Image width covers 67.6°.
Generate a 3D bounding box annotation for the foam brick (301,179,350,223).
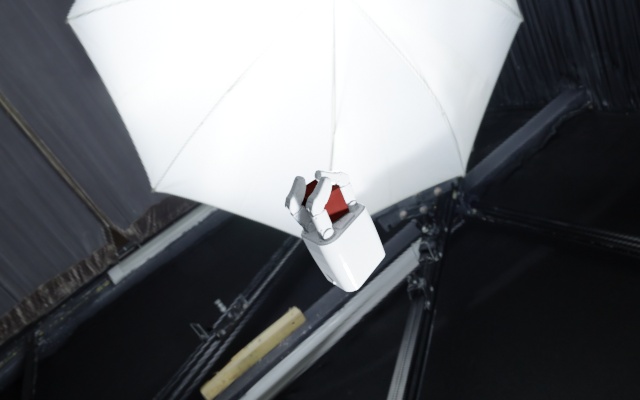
[{"bbox_3d":[0.000,0.002,0.796,0.053,0.051,0.078,-33,25,-20],"label":"foam brick"}]
